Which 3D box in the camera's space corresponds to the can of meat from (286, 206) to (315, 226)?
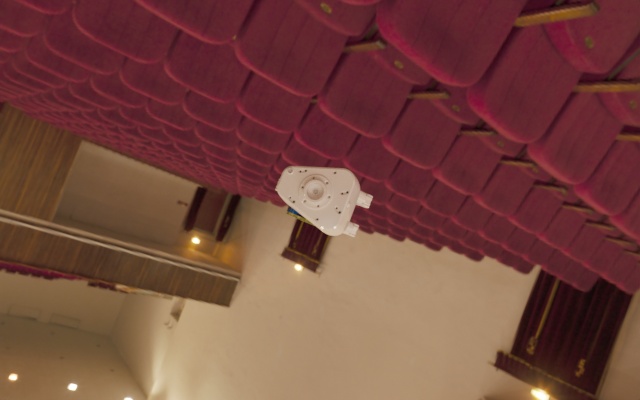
[{"bbox_3d":[0.000,0.003,0.826,0.102,0.084,0.057,21,-3,6],"label":"can of meat"}]
